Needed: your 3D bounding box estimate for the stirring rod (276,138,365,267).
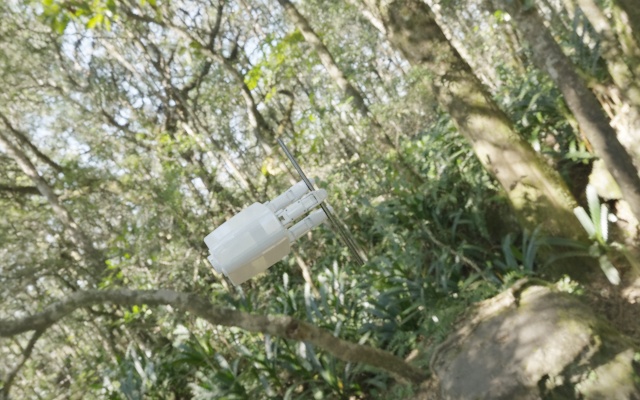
[{"bbox_3d":[0.000,0.003,0.757,0.011,0.239,0.011,-34,-1,-1],"label":"stirring rod"}]
